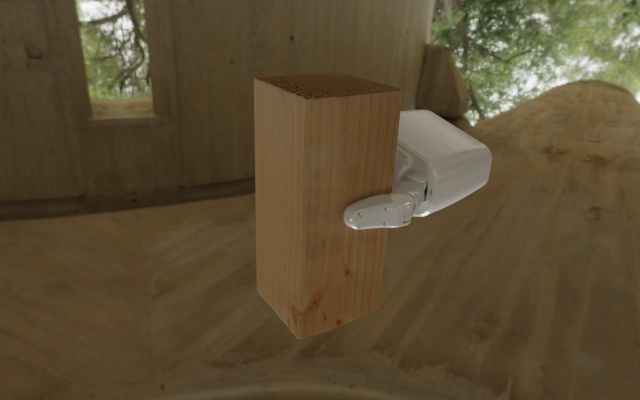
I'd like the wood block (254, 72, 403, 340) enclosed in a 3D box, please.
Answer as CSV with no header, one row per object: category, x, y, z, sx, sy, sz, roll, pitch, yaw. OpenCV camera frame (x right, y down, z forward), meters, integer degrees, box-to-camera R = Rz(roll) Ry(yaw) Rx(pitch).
wood block,0.001,0.002,0.418,0.090,0.206,0.090,-12,27,-30
